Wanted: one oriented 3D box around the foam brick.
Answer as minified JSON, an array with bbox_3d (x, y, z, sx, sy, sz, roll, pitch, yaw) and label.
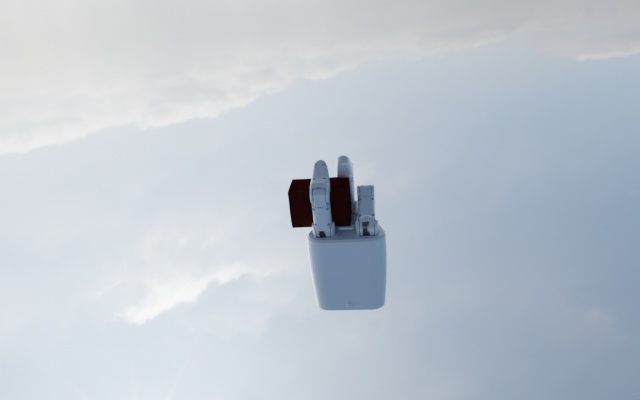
[{"bbox_3d":[0.000,0.002,0.623,0.078,0.051,0.053,-3,21,7],"label":"foam brick"}]
